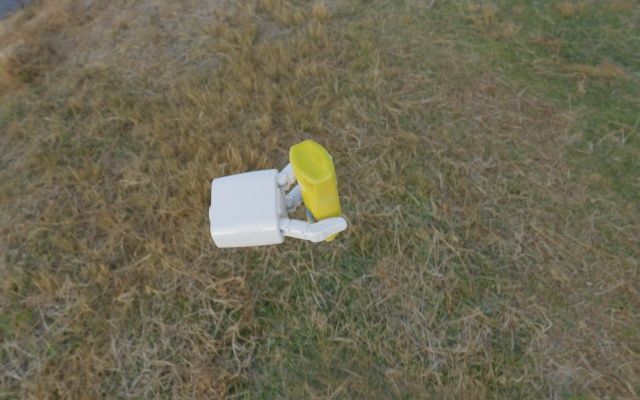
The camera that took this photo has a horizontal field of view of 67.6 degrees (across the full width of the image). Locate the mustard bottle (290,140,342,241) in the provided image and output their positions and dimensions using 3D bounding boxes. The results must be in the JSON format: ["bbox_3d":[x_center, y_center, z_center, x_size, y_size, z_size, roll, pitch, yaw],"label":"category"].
[{"bbox_3d":[0.000,0.002,0.763,0.058,0.192,0.096,-25,49,-11],"label":"mustard bottle"}]
